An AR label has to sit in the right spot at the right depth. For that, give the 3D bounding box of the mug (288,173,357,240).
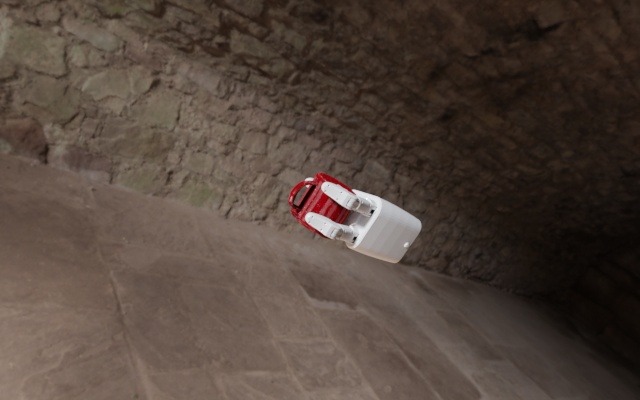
[{"bbox_3d":[-0.001,0.002,0.797,0.117,0.081,0.093,24,14,-33],"label":"mug"}]
